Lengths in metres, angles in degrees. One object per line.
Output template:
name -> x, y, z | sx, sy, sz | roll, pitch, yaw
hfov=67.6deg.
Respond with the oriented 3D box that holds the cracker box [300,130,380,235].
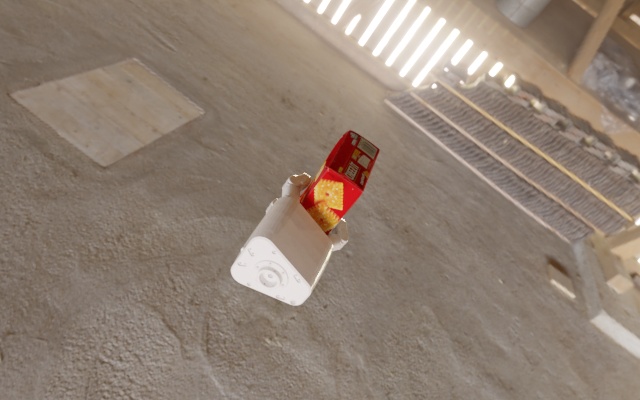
cracker box -> 0.000, 0.003, 0.795 | 0.072, 0.214, 0.164 | 35, 32, -5
